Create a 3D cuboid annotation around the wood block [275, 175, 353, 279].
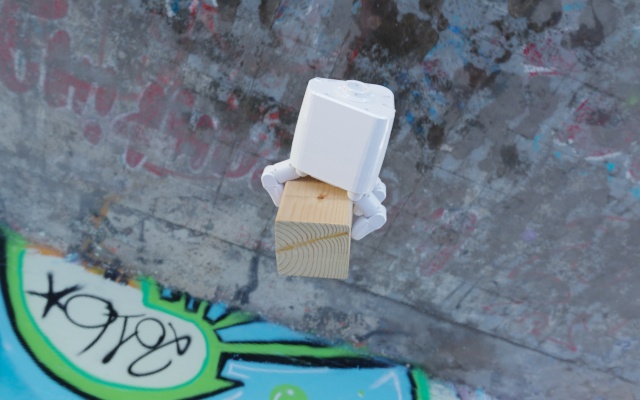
[{"bbox_3d":[0.000,0.002,0.660,0.091,0.090,0.206,4,36,5],"label":"wood block"}]
